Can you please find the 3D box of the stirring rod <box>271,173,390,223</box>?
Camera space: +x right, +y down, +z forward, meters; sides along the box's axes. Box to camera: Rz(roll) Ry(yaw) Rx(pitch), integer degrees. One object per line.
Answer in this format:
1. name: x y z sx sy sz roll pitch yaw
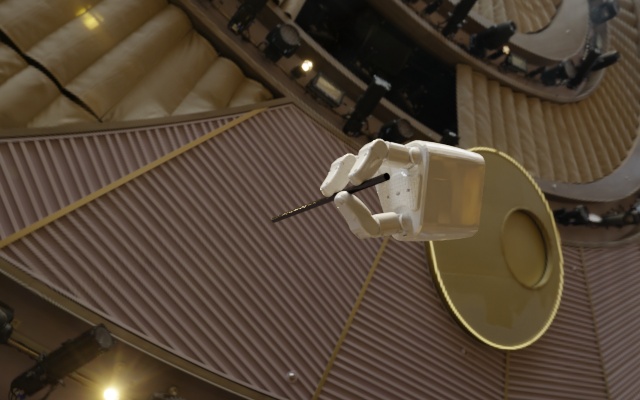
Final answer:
1. stirring rod: 0.000 0.002 0.561 0.011 0.011 0.239 0 -12 -33
